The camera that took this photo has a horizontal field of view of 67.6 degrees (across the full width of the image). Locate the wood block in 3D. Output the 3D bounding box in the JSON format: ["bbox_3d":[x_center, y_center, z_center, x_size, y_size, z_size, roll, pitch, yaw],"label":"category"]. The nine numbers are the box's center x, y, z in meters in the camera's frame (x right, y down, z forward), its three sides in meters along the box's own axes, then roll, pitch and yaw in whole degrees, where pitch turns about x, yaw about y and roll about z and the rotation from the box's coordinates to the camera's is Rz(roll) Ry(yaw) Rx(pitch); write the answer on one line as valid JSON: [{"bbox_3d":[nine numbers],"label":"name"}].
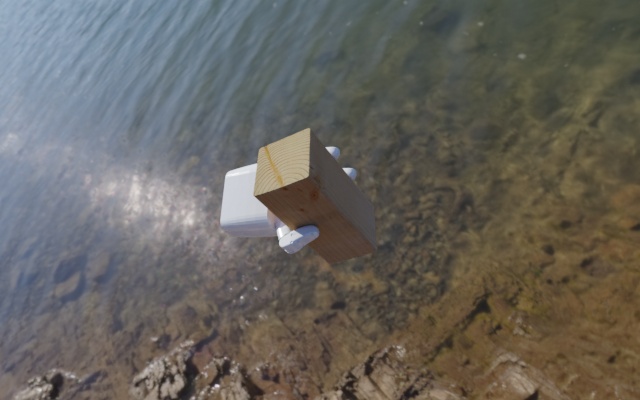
[{"bbox_3d":[0.000,0.003,0.714,0.090,0.090,0.206,-18,-41,25],"label":"wood block"}]
